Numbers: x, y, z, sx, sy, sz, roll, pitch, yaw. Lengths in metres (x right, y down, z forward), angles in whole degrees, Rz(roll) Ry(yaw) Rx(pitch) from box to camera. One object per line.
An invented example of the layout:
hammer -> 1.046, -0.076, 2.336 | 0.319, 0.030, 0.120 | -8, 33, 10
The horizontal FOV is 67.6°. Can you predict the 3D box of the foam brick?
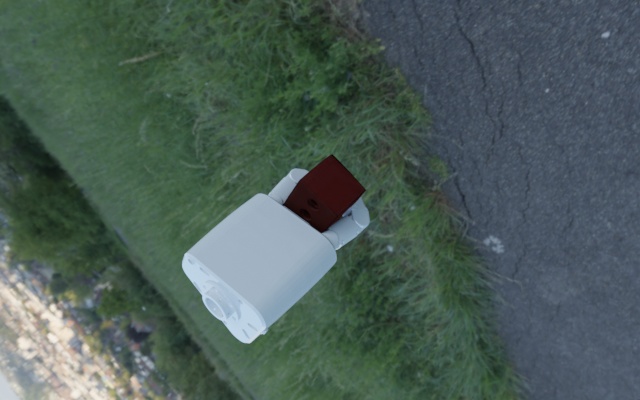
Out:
foam brick -> 0.000, 0.001, 0.497 | 0.051, 0.053, 0.078 | -40, -7, -35
